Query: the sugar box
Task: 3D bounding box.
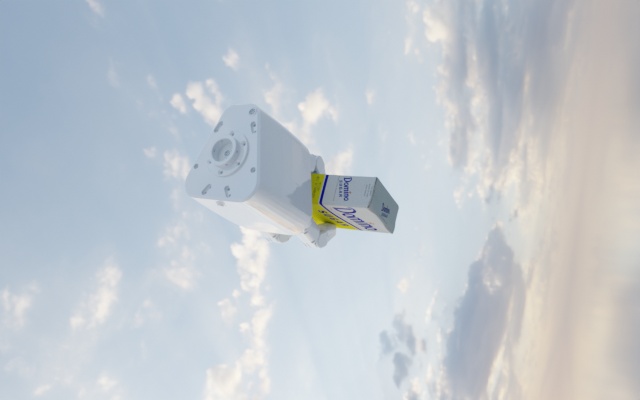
[{"bbox_3d":[0.000,0.002,0.601,0.176,0.048,0.093,7,-19,29],"label":"sugar box"}]
